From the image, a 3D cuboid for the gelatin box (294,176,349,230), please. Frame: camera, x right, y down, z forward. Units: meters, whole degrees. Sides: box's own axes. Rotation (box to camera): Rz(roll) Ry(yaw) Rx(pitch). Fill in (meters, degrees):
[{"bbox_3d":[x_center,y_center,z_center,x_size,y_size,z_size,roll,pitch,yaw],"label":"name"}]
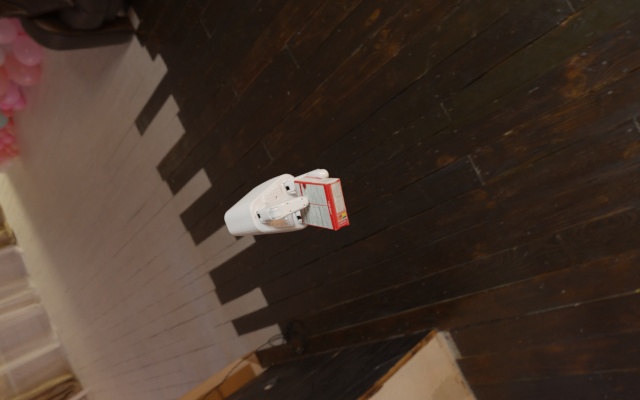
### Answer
[{"bbox_3d":[0.000,0.003,0.733,0.030,0.073,0.089,-22,18,-34],"label":"gelatin box"}]
